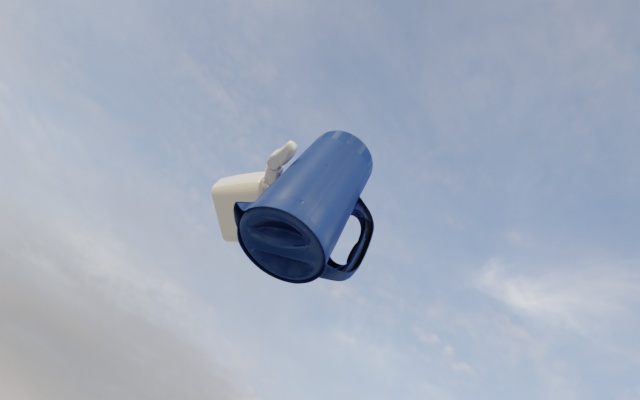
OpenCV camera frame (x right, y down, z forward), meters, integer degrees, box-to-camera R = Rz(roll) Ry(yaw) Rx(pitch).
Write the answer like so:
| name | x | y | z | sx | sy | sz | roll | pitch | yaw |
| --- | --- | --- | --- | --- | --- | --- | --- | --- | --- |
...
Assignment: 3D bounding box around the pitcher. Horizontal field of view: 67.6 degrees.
| name | x | y | z | sx | sy | sz | roll | pitch | yaw |
| --- | --- | --- | --- | --- | --- | --- | --- | --- | --- |
| pitcher | 0.000 | 0.002 | 0.710 | 0.145 | 0.149 | 0.242 | -5 | 32 | 33 |
